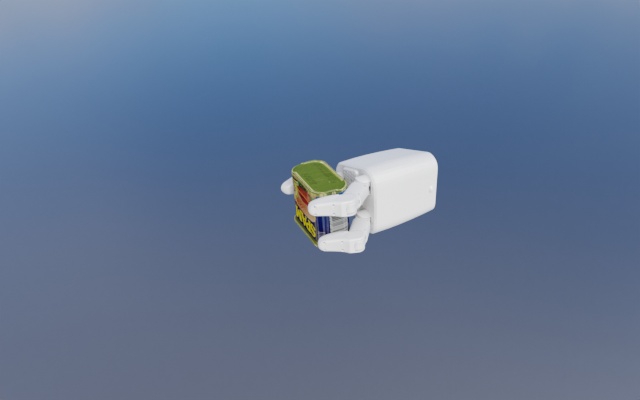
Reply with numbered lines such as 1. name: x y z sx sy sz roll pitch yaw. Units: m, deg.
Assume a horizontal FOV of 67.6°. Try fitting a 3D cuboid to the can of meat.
1. can of meat: 0.000 0.002 0.655 0.057 0.084 0.102 -16 33 -19
